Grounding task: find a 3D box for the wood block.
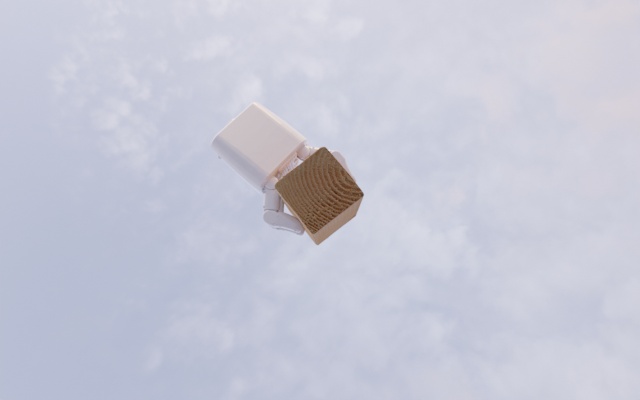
[{"bbox_3d":[0.000,0.002,0.737,0.091,0.090,0.206,-39,-8,-5],"label":"wood block"}]
